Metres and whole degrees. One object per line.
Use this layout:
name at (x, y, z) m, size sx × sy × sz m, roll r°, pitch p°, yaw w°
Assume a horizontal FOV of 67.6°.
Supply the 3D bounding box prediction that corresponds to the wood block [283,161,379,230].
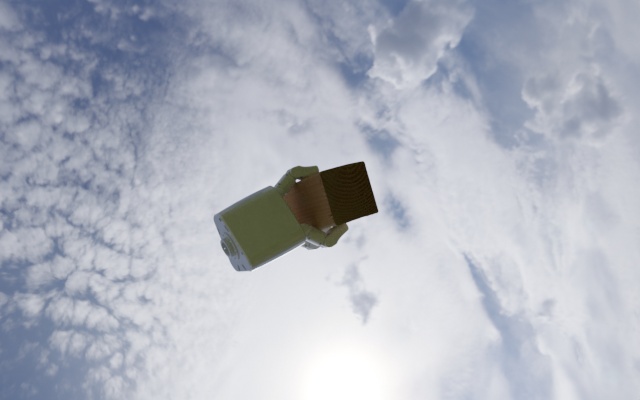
wood block at (0.000, 0.003, 0.846) m, size 0.090 × 0.091 × 0.206 m, roll -16°, pitch -1°, yaw -29°
